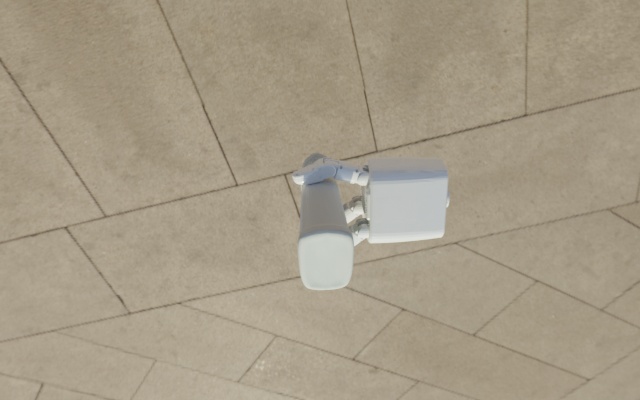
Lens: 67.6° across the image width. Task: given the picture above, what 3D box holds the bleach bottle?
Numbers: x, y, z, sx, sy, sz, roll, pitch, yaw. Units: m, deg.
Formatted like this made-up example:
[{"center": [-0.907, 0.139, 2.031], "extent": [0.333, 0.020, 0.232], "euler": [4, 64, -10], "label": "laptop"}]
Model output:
[{"center": [0.000, 0.002, 0.672], "extent": [0.068, 0.103, 0.250], "euler": [-2, 37, -2], "label": "bleach bottle"}]
